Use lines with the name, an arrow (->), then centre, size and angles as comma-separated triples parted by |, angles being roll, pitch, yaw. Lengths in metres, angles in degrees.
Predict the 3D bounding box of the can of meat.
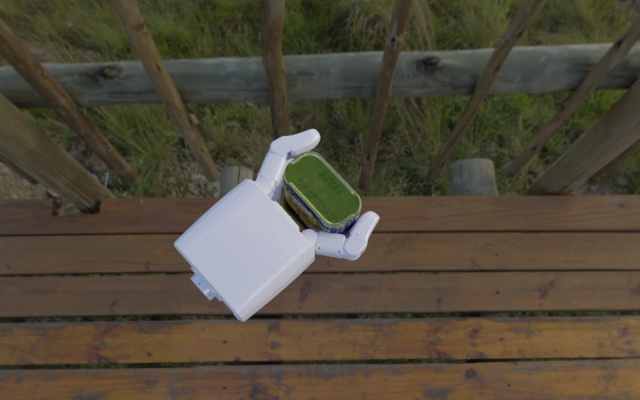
can of meat -> 0.000, 0.002, 0.562 | 0.057, 0.102, 0.084 | -39, -16, -16
